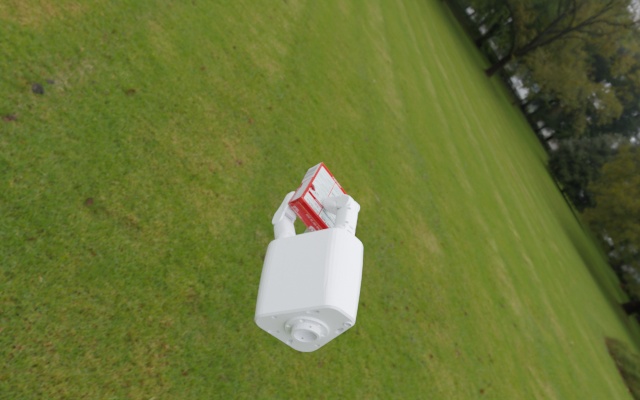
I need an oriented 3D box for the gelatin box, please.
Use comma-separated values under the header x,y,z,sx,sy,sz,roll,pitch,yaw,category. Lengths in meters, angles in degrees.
x,y,z,sx,sy,sz,roll,pitch,yaw,category
0.001,0.002,0.662,0.030,0.073,0.089,-24,25,36,gelatin box
